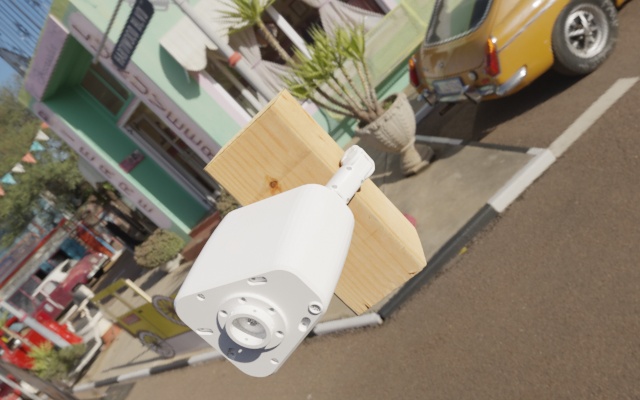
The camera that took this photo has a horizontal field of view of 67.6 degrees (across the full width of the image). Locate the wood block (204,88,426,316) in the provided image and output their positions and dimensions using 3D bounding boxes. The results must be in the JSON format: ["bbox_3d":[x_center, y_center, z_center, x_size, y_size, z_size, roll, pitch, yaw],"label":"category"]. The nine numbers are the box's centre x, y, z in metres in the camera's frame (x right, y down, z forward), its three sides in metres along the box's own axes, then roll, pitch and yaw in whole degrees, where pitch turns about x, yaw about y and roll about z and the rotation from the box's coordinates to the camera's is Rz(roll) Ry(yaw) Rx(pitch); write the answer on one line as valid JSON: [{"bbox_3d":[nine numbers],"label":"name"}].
[{"bbox_3d":[0.000,0.001,0.473,0.091,0.206,0.090,-40,15,17],"label":"wood block"}]
